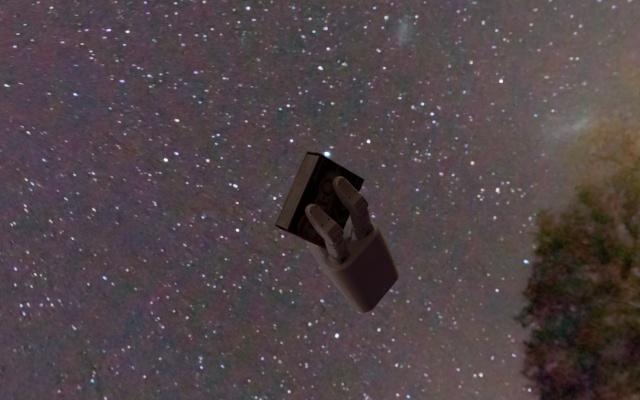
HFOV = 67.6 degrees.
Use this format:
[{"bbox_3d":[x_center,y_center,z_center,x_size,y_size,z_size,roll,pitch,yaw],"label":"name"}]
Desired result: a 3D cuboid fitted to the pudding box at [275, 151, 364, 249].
[{"bbox_3d":[0.000,0.002,0.654,0.090,0.113,0.039,27,-8,-40],"label":"pudding box"}]
